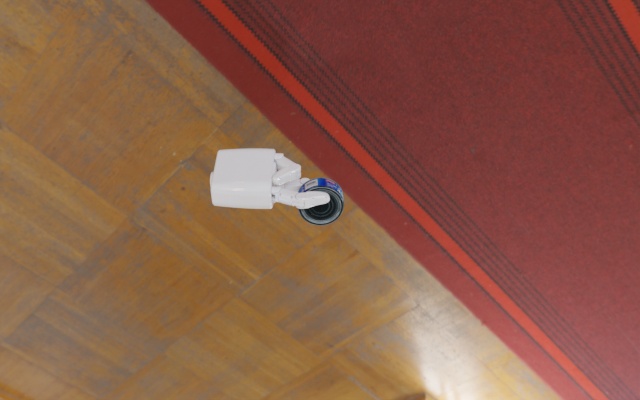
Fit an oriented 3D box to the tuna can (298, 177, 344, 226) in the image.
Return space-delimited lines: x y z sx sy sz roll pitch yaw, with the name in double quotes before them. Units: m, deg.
"tuna can" 0.000 0.003 0.868 0.086 0.086 0.033 0 32 -3
